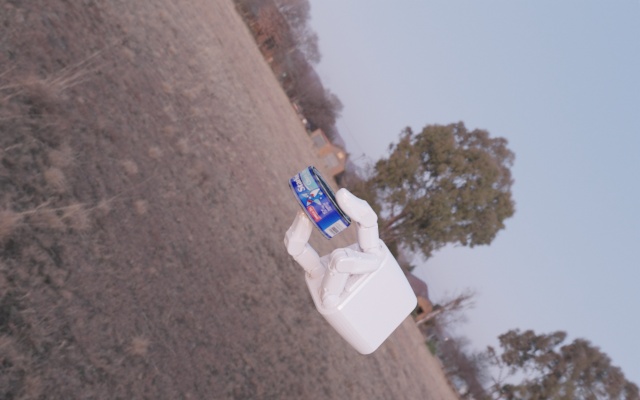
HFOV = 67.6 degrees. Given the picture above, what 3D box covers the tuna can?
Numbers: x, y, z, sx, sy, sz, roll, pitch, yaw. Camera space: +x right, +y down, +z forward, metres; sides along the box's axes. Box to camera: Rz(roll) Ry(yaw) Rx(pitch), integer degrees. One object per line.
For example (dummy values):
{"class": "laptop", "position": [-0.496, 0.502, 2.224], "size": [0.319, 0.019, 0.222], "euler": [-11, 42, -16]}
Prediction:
{"class": "tuna can", "position": [0.001, 0.001, 0.561], "size": [0.034, 0.086, 0.086], "euler": [-34, -5, 6]}
